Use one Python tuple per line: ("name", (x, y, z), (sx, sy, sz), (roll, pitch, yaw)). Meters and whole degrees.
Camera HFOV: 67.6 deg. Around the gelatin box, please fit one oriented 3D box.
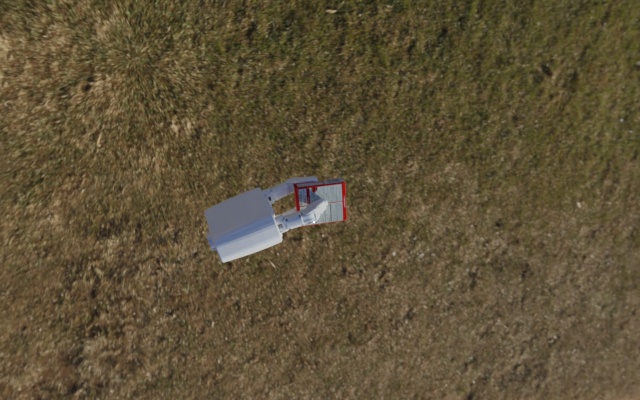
("gelatin box", (0.001, 0.003, 0.837), (0.089, 0.073, 0.030), (-7, 20, -10))
